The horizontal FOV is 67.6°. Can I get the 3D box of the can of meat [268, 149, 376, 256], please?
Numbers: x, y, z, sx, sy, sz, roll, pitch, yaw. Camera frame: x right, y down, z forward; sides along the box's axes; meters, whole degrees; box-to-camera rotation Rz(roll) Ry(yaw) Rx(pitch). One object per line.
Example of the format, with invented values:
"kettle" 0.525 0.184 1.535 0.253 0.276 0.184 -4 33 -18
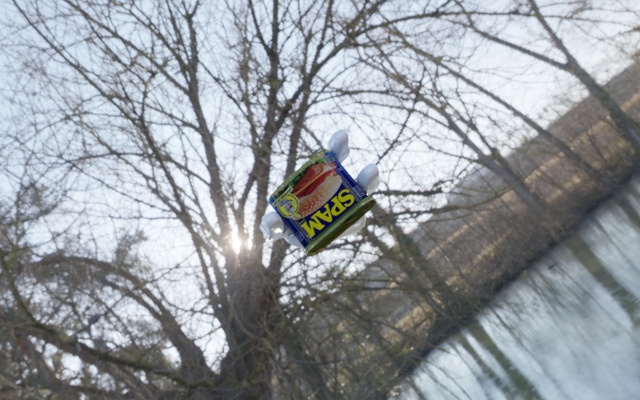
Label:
"can of meat" 0.000 0.002 0.568 0.102 0.084 0.057 -40 -14 4
